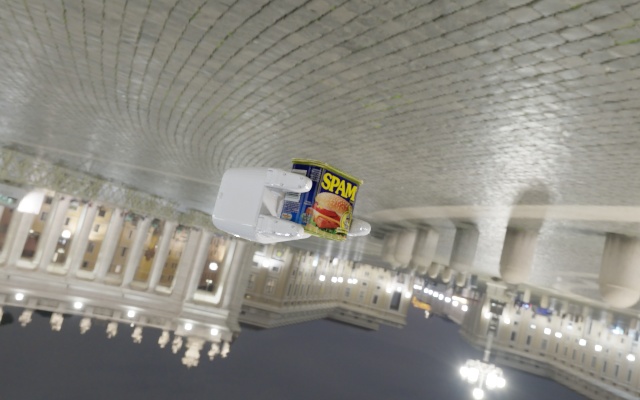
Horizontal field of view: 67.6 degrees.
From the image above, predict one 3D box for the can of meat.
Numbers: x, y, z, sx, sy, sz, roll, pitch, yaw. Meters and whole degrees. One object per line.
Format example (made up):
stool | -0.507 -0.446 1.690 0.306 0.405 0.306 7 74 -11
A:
can of meat | 0.000 0.002 0.599 0.057 0.084 0.102 9 -8 41
